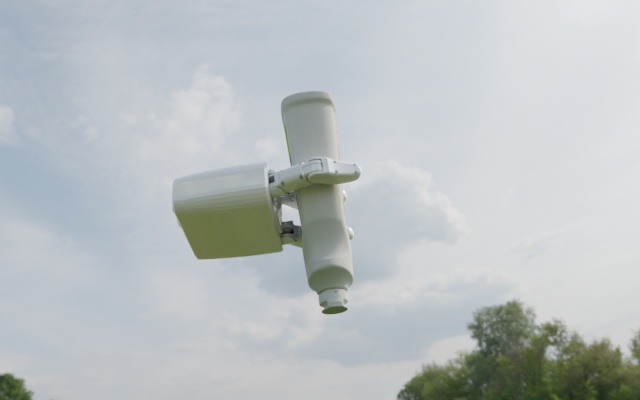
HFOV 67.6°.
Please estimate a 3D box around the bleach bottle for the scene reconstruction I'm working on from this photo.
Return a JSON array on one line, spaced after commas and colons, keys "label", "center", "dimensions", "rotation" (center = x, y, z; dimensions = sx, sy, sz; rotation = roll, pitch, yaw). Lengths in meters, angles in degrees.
[{"label": "bleach bottle", "center": [0.000, 0.002, 0.550], "dimensions": [0.068, 0.250, 0.103], "rotation": [-8, -28, 1]}]
